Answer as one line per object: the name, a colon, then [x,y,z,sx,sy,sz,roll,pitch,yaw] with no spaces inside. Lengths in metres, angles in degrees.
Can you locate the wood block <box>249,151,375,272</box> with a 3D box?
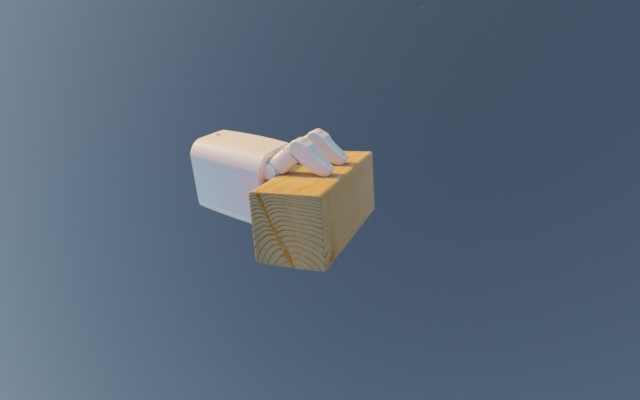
wood block: [0.000,0.002,0.618,0.090,0.091,0.206,4,20,21]
